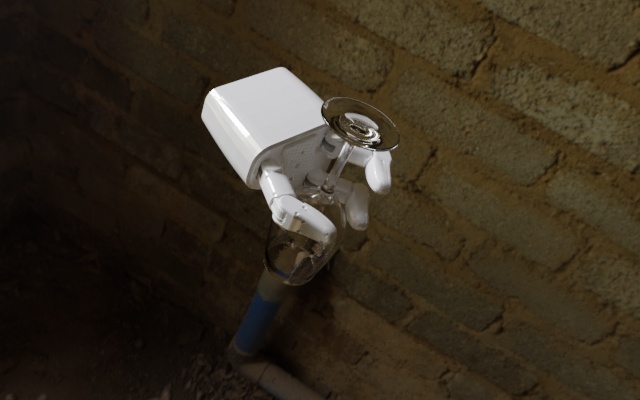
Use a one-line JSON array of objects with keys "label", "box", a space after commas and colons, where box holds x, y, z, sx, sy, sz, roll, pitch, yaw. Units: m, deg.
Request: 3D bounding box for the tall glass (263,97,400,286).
[{"label": "tall glass", "box": [0.000, 0.001, 0.474, 0.079, 0.079, 0.201, 0, -44, -29]}]
